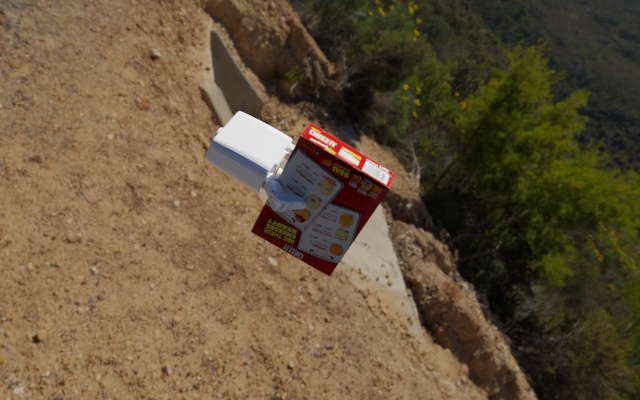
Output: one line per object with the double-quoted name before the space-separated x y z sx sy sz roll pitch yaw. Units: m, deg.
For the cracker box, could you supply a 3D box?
"cracker box" 0.000 0.003 0.812 0.164 0.214 0.072 30 32 -1
